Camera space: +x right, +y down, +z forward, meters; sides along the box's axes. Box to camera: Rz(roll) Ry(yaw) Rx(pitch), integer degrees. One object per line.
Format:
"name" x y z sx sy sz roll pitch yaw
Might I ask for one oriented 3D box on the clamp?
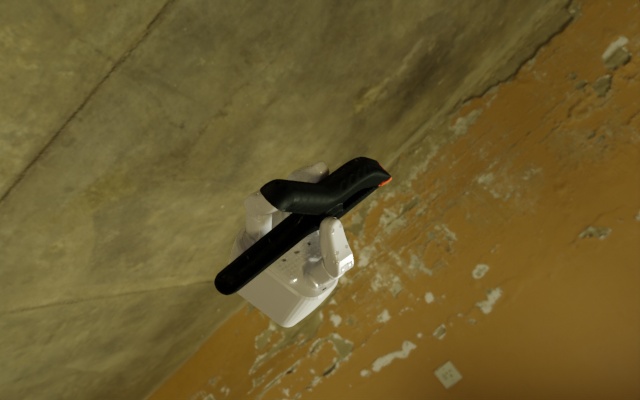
"clamp" 0.001 0.002 0.451 0.210 0.036 0.165 -31 -16 -33
